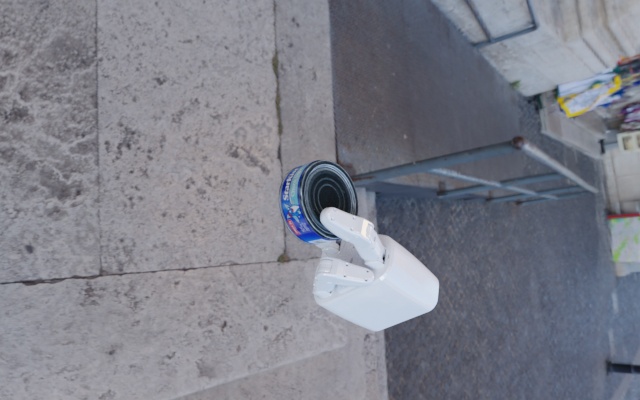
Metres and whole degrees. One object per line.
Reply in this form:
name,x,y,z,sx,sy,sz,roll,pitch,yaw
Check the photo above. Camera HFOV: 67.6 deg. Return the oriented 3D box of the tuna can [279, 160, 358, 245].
tuna can,0.000,0.001,0.497,0.086,0.086,0.034,0,-11,-44
